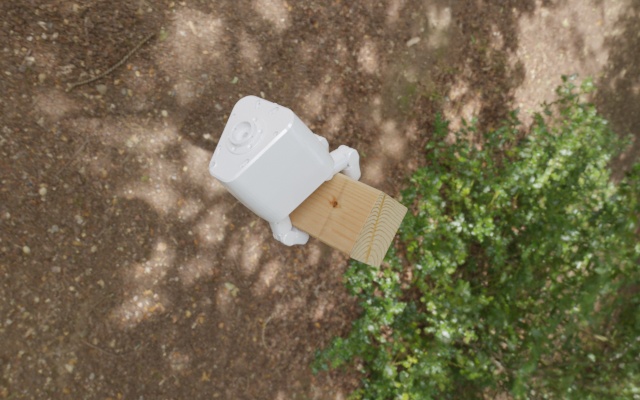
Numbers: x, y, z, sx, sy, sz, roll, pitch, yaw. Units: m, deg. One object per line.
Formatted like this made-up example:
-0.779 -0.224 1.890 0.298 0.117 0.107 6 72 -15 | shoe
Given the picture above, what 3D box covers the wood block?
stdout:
0.000 0.002 0.663 0.206 0.091 0.090 27 0 35 | wood block
